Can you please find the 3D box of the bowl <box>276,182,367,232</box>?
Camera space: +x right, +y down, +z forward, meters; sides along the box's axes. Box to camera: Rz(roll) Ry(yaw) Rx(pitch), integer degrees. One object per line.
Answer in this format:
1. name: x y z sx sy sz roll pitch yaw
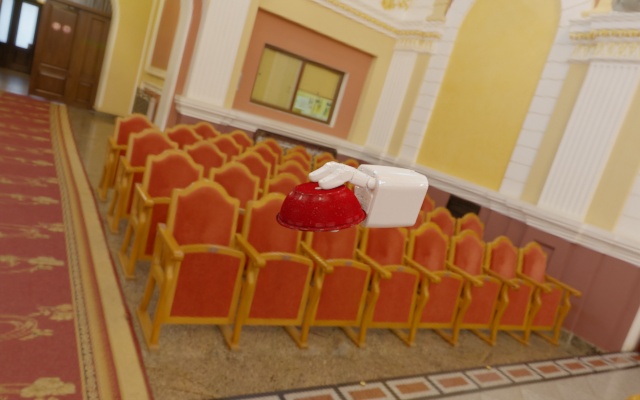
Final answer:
1. bowl: -0.001 0.003 0.838 0.162 0.055 0.162 -2 17 1
